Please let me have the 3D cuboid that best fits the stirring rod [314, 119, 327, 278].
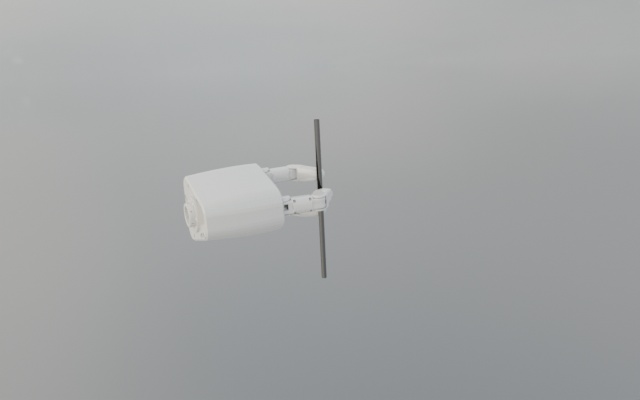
[{"bbox_3d":[0.000,0.002,0.701,0.011,0.239,0.011,-3,16,1],"label":"stirring rod"}]
